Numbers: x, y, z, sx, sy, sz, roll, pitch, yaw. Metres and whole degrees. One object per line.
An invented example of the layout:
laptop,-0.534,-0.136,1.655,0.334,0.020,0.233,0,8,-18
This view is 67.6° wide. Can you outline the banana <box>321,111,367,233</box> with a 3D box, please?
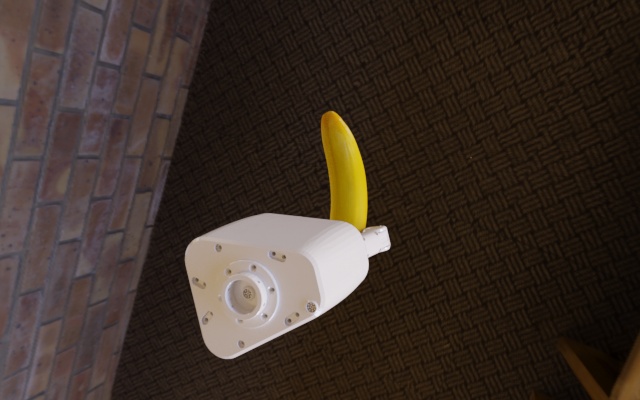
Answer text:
banana,0.016,0.009,0.500,0.069,0.198,0.037,14,12,21
